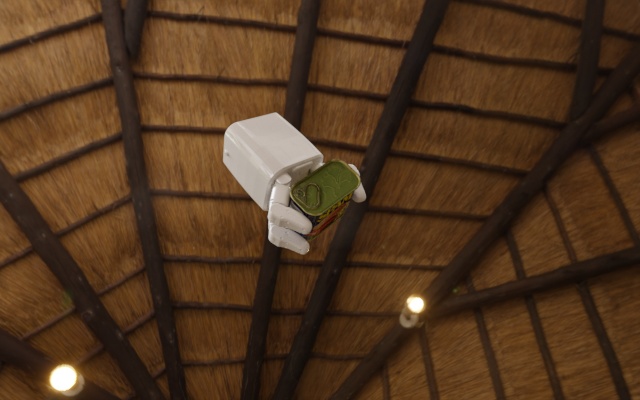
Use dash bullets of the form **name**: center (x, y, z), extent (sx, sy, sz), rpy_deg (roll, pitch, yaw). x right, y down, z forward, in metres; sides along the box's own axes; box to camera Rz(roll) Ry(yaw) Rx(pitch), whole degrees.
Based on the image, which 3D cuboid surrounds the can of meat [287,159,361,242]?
- **can of meat**: center (0.000, 0.002, 0.675), extent (0.102, 0.057, 0.084), rpy_deg (-36, -18, -30)
